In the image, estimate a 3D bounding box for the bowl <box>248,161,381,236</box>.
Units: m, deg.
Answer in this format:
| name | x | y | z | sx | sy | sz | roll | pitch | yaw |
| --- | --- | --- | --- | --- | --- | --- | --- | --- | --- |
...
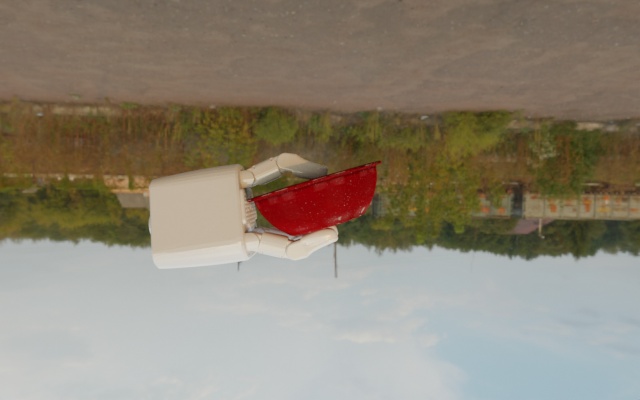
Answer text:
| name | x | y | z | sx | sy | sz | roll | pitch | yaw |
| --- | --- | --- | --- | --- | --- | --- | --- | --- | --- |
| bowl | 0.001 | 0.002 | 0.555 | 0.162 | 0.055 | 0.162 | -17 | 1 | 0 |
